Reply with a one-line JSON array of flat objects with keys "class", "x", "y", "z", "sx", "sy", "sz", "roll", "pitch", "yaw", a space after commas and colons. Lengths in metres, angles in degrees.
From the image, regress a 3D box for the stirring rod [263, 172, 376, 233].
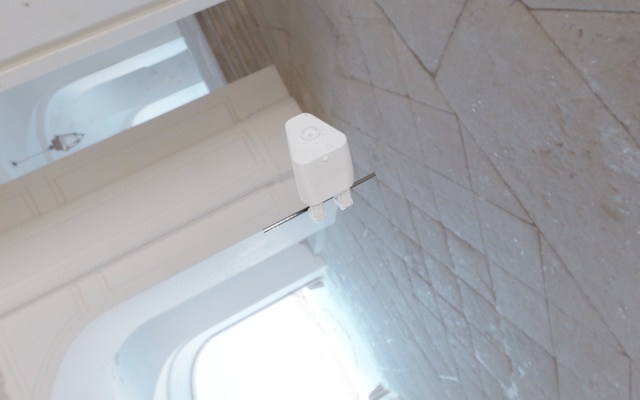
[{"class": "stirring rod", "x": 0.000, "y": 0.003, "z": 0.898, "sx": 0.239, "sy": 0.011, "sz": 0.011, "roll": -27, "pitch": 5, "yaw": -11}]
